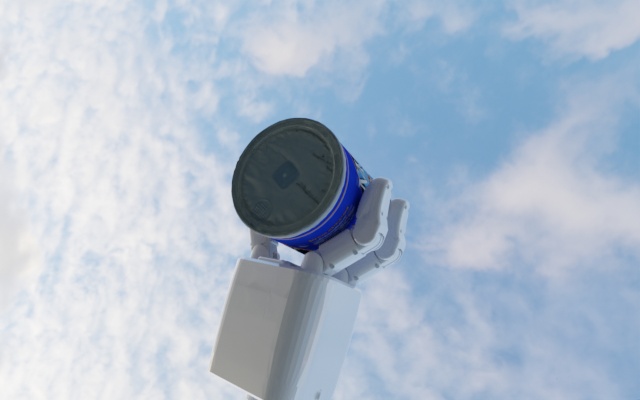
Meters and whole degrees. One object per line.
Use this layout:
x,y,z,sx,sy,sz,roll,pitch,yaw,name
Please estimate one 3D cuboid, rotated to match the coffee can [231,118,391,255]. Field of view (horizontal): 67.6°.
0.000,0.001,0.440,0.103,0.102,0.140,0,-18,26,coffee can
